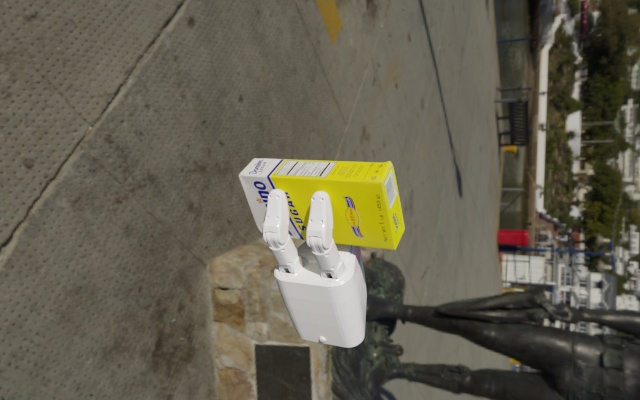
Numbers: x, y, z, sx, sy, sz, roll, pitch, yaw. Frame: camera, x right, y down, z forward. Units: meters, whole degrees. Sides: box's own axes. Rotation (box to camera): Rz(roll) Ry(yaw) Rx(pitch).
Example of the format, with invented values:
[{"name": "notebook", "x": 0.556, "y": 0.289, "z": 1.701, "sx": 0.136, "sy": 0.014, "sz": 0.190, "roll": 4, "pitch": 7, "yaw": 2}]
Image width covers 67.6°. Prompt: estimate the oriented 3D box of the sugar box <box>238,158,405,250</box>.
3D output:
[{"name": "sugar box", "x": 0.000, "y": 0.002, "z": 0.541, "sx": 0.176, "sy": 0.093, "sz": 0.048, "roll": 2, "pitch": 36, "yaw": 26}]
